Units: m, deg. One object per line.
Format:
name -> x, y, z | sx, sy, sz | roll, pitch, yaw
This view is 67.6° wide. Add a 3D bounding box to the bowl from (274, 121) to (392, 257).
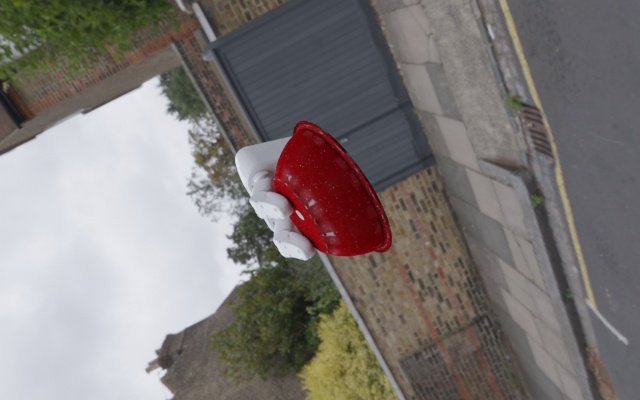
bowl -> 0.000, 0.002, 0.488 | 0.055, 0.162, 0.162 | -35, 10, -15
